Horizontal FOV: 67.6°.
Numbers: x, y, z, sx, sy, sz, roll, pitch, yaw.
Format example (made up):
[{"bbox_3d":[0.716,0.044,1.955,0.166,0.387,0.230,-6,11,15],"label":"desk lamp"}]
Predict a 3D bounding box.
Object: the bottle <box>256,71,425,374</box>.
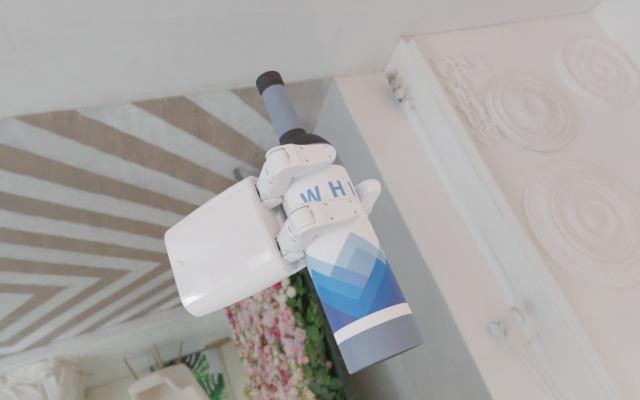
[{"bbox_3d":[0.000,0.002,0.438,0.069,0.295,0.069,-20,-21,-8],"label":"bottle"}]
